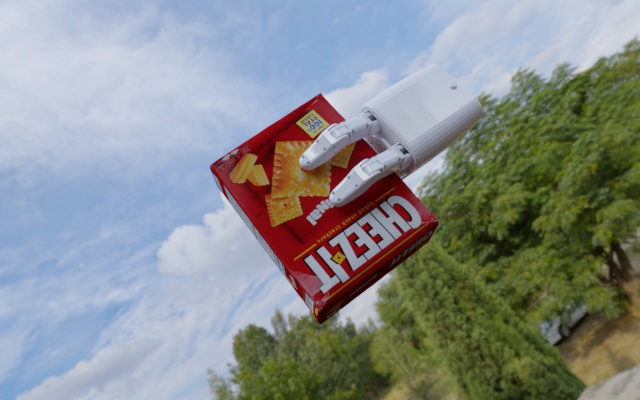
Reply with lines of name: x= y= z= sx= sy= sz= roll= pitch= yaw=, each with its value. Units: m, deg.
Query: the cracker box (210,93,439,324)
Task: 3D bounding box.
cracker box: x=0.000 y=0.002 z=0.547 sx=0.164 sy=0.213 sz=0.072 roll=-35 pitch=-21 yaw=-14
